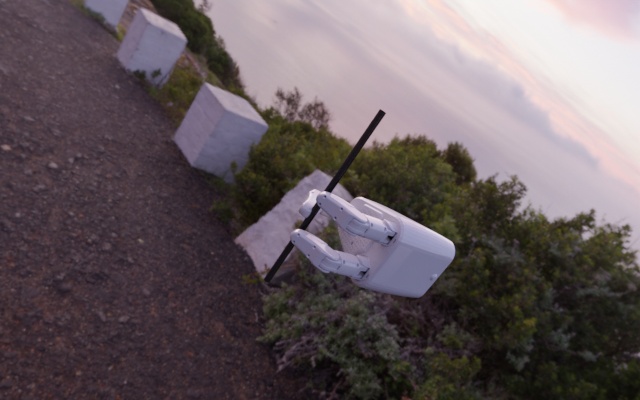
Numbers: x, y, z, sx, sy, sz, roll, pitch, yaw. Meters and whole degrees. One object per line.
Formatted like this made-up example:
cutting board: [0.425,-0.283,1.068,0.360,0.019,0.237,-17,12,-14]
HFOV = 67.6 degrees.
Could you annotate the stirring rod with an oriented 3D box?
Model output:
stirring rod: [0.000,0.002,0.532,0.011,0.239,0.011,30,20,-12]
